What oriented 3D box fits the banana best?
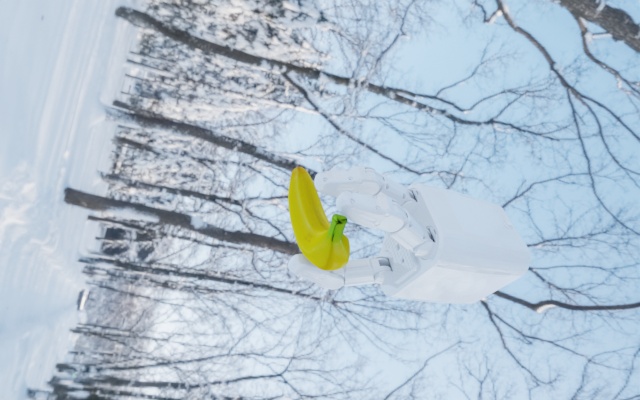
[{"bbox_3d":[-0.003,0.020,0.466,0.037,0.070,0.197,8,13,-17],"label":"banana"}]
